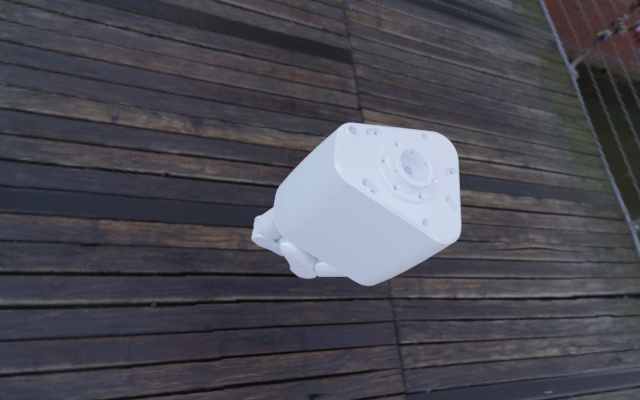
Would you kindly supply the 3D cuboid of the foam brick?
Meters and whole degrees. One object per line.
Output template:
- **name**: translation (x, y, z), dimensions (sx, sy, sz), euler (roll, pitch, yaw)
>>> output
- **foam brick**: translation (0.000, 0.001, 0.451), dimensions (0.053, 0.078, 0.051), euler (17, -30, -20)
